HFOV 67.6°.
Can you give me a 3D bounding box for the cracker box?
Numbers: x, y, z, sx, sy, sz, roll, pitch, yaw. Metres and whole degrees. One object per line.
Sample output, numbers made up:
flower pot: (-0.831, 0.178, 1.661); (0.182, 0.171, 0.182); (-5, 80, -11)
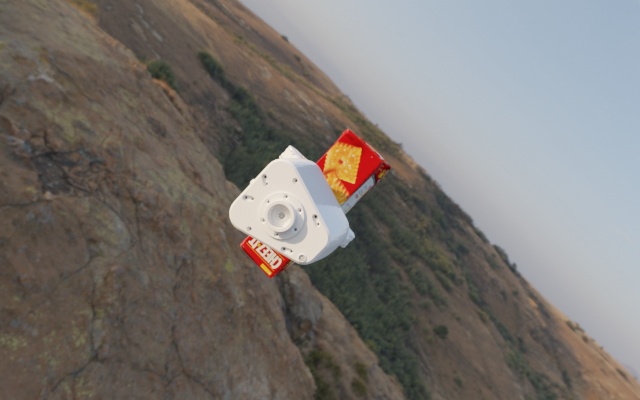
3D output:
cracker box: (0.000, 0.002, 0.689); (0.214, 0.072, 0.164); (-46, -7, 10)
